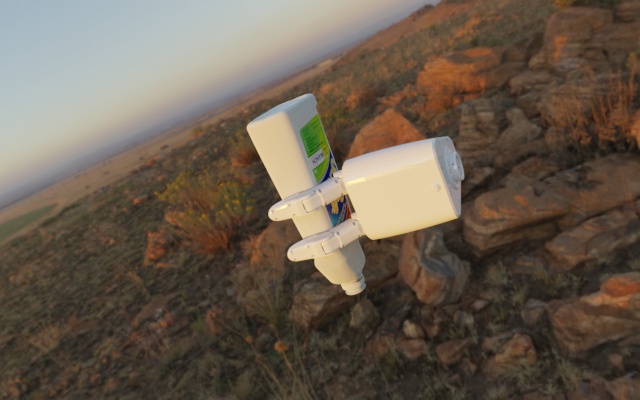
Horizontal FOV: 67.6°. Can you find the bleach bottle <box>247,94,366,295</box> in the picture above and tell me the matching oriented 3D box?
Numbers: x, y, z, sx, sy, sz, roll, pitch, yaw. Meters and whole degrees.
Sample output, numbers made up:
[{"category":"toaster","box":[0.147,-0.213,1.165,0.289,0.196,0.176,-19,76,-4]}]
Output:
[{"category":"bleach bottle","box":[0.000,0.002,0.595,0.068,0.251,0.102,-15,19,27]}]
